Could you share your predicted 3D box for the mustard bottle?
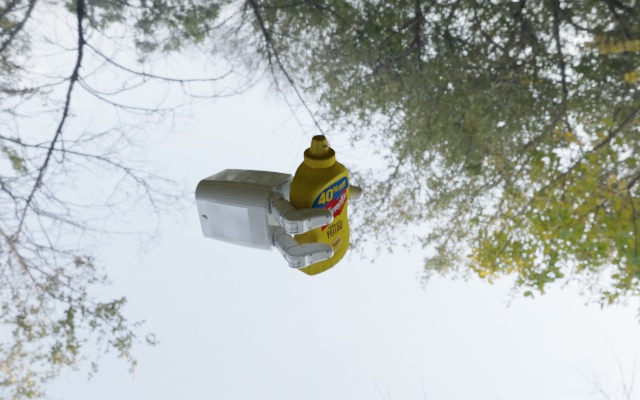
[{"bbox_3d":[0.000,0.002,0.637,0.058,0.192,0.096,25,42,34],"label":"mustard bottle"}]
